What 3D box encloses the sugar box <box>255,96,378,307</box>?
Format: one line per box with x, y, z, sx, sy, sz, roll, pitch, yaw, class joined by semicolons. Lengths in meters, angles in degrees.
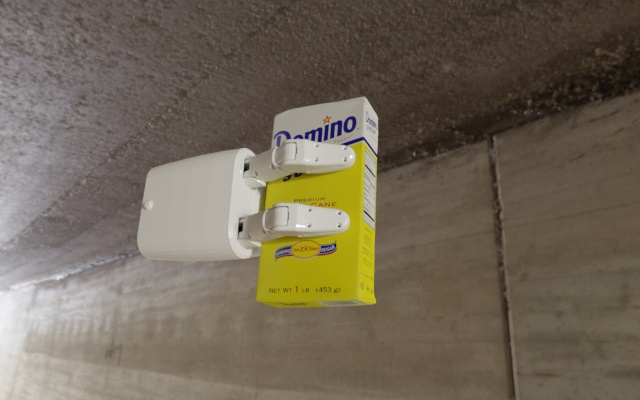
0.000;0.001;0.414;0.093;0.176;0.048;-6;-20;23;sugar box
